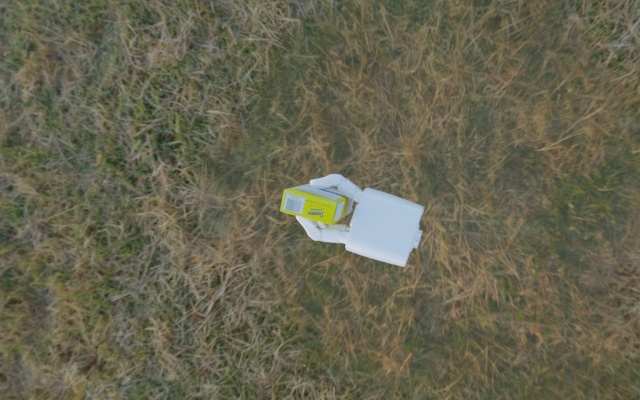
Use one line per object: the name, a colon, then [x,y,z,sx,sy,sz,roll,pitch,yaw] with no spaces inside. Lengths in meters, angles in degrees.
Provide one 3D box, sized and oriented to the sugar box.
sugar box: [0.000,0.003,0.856,0.093,0.048,0.176,16,6,12]
